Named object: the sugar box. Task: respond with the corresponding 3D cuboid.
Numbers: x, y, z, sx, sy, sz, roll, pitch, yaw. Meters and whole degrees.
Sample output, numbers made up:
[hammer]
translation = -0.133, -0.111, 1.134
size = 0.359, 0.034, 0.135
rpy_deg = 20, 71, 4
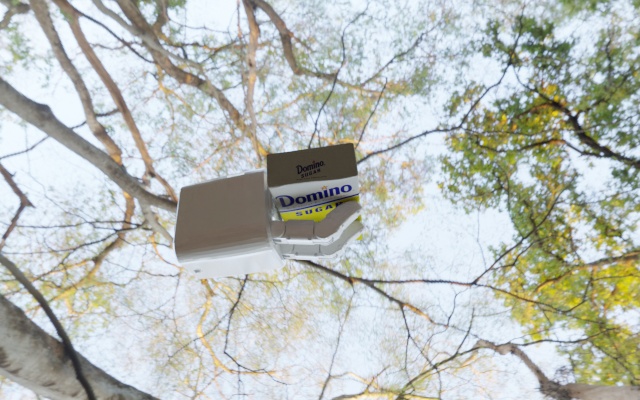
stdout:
[sugar box]
translation = 0.000, 0.002, 0.553
size = 0.093, 0.048, 0.176
rpy_deg = -8, -24, 4
